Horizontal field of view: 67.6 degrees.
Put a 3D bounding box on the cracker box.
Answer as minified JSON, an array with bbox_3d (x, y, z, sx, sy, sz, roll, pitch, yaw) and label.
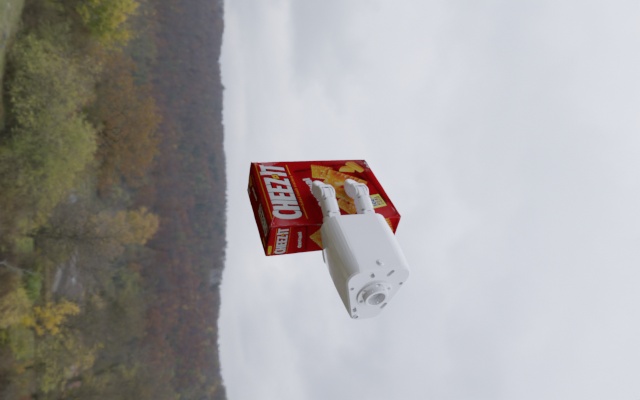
[{"bbox_3d":[0.000,0.003,0.786,0.214,0.072,0.164,-3,40,-19],"label":"cracker box"}]
